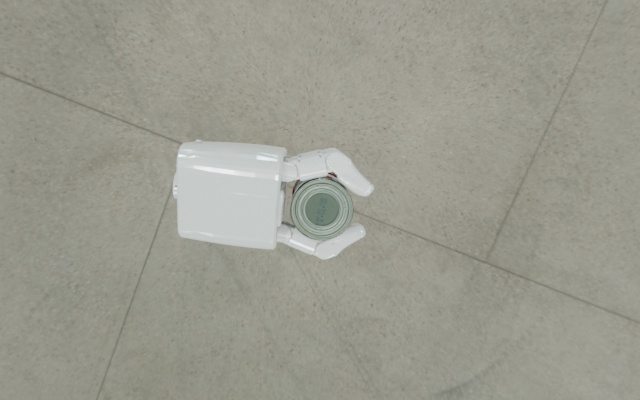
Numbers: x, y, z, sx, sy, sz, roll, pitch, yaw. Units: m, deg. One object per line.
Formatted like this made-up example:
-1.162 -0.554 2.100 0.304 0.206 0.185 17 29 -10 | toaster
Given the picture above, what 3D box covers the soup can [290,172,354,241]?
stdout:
0.001 0.002 0.540 0.068 0.068 0.102 0 9 -1 | soup can
